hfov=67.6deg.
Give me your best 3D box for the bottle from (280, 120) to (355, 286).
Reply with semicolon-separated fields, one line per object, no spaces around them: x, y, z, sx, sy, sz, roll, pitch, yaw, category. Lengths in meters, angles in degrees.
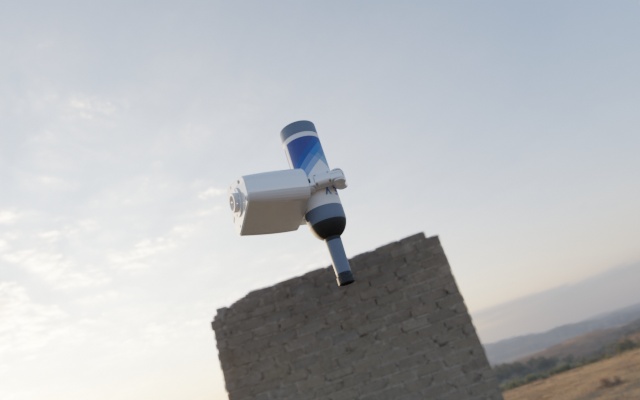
0.000;0.002;0.816;0.069;0.295;0.069;-16;-22;-6;bottle
